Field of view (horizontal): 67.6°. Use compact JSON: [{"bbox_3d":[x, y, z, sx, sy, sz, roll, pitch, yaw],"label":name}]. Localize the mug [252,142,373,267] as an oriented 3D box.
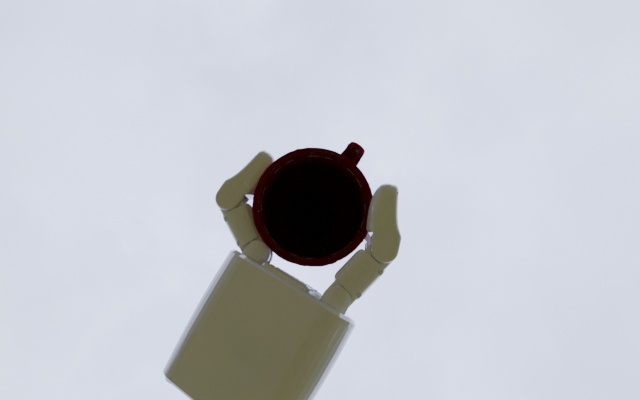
[{"bbox_3d":[0.001,0.000,0.406,0.093,0.117,0.081,31,-10,5],"label":"mug"}]
